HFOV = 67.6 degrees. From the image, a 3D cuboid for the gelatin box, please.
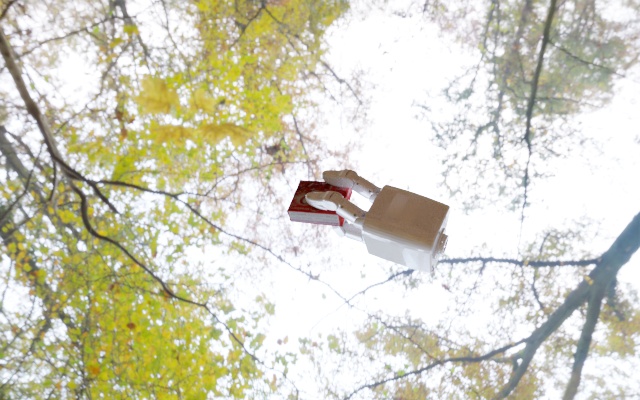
[{"bbox_3d":[0.000,0.003,0.758,0.089,0.030,0.073,4,45,17],"label":"gelatin box"}]
